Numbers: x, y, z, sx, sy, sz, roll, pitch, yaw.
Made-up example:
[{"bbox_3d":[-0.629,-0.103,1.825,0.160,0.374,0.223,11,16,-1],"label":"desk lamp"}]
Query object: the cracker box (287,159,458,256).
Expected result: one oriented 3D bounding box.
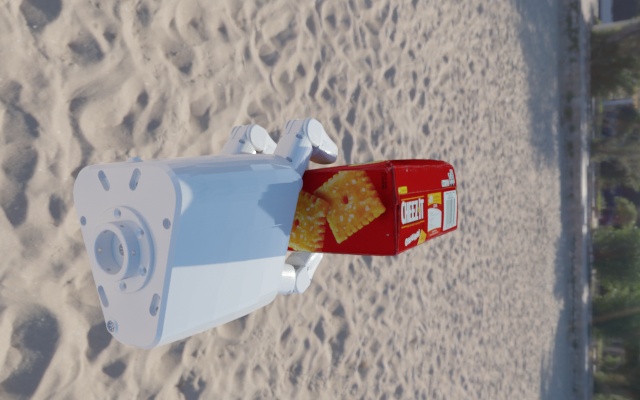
[{"bbox_3d":[0.000,0.002,0.441,0.213,0.072,0.164,0,4,31],"label":"cracker box"}]
